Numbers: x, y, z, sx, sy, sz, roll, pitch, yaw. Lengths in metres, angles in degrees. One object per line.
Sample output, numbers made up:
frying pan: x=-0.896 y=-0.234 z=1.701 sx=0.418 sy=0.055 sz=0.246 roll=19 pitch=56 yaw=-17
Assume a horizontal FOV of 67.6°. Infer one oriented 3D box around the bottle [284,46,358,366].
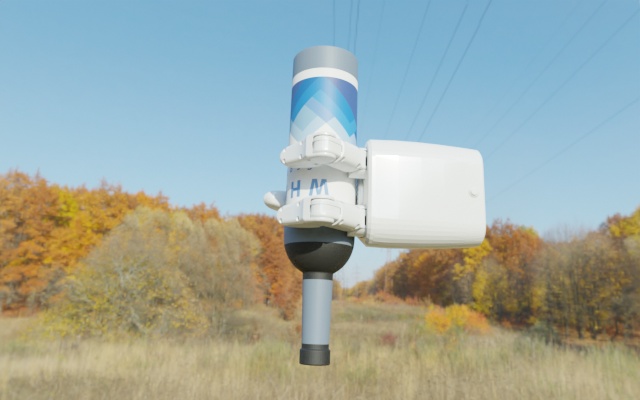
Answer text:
bottle: x=0.000 y=0.001 z=0.455 sx=0.069 sy=0.295 sz=0.069 roll=2 pitch=-14 yaw=1
